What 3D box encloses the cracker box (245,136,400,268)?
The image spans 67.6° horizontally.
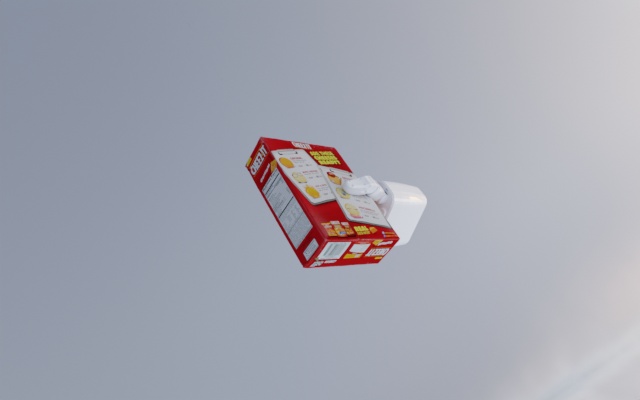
[{"bbox_3d":[0.000,0.002,0.743,0.164,0.213,0.072,3,-47,-44],"label":"cracker box"}]
